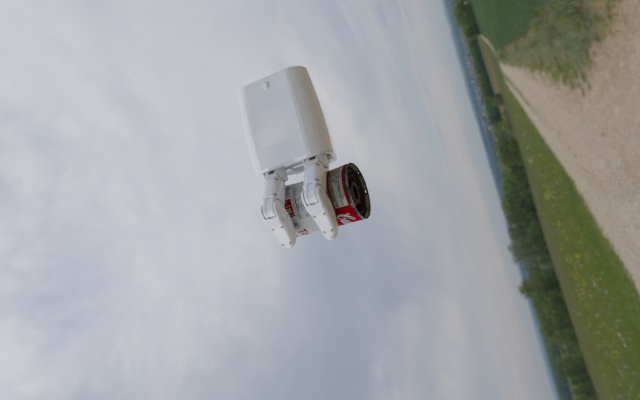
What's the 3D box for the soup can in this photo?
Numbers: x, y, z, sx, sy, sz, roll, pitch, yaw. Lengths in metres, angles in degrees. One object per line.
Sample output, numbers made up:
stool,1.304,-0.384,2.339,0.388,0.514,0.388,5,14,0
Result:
soup can,0.000,0.002,0.570,0.102,0.068,0.068,-17,-7,22
